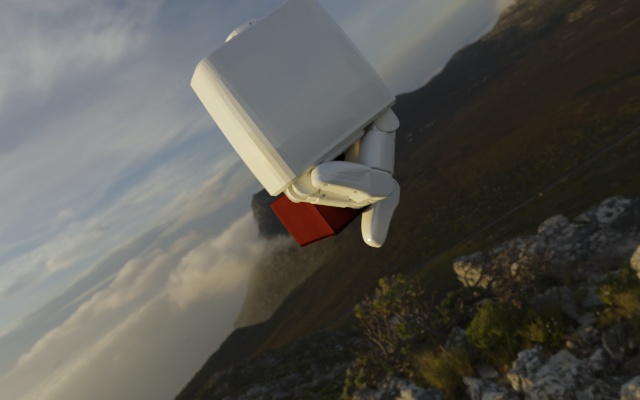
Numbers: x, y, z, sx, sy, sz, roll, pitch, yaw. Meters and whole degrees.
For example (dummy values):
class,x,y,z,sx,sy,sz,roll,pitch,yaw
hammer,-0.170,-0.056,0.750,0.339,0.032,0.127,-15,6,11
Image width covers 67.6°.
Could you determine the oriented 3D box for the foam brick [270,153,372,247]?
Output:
class,x,y,z,sx,sy,sz,roll,pitch,yaw
foam brick,0.000,0.002,0.422,0.053,0.051,0.078,-40,5,-28
